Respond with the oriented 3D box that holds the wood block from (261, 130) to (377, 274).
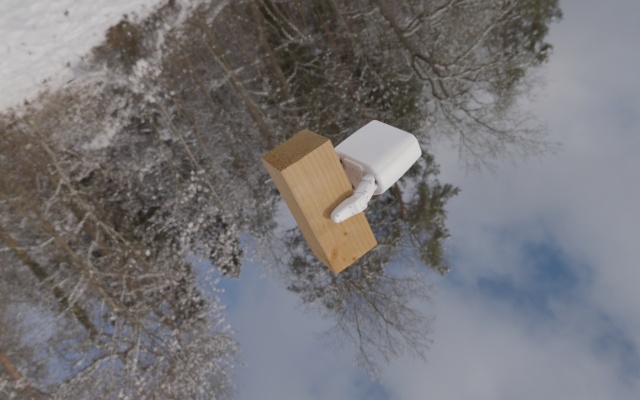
[{"bbox_3d":[0.001,0.002,0.766,0.090,0.206,0.090,-34,29,-13],"label":"wood block"}]
